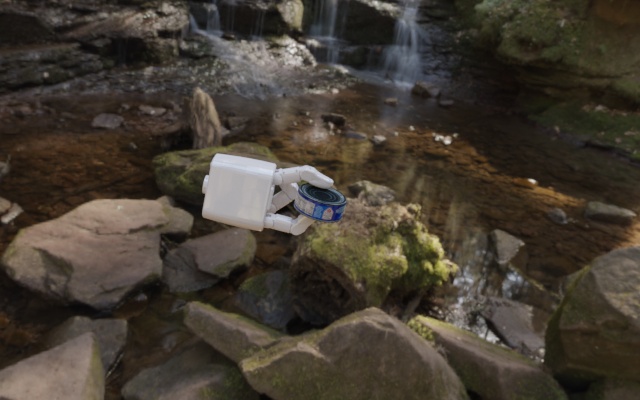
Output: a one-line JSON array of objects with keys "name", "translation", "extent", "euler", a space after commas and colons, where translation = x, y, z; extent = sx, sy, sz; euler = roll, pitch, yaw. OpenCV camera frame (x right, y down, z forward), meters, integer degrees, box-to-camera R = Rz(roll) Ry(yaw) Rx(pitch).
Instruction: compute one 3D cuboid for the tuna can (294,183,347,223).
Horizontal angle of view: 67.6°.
[{"name": "tuna can", "translation": [0.000, 0.002, 0.804], "extent": [0.086, 0.034, 0.086], "euler": [14, 22, -6]}]
